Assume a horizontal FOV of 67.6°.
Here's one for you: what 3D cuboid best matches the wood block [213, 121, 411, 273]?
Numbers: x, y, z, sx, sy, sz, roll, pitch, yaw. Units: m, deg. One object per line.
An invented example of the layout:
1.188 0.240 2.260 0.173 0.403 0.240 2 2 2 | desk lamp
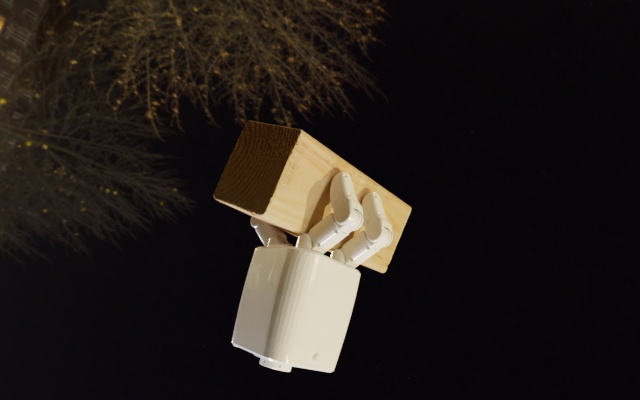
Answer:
0.000 0.002 0.530 0.091 0.090 0.206 17 -9 44 | wood block
